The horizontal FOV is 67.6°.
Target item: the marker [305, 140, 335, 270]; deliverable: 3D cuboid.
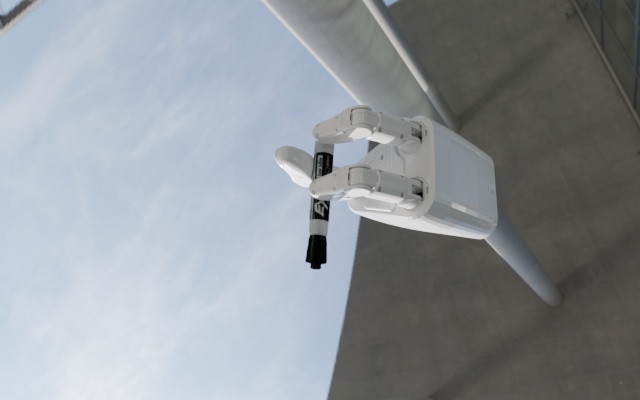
[{"bbox_3d":[0.000,0.001,0.428,0.020,0.121,0.020,4,-19,1],"label":"marker"}]
